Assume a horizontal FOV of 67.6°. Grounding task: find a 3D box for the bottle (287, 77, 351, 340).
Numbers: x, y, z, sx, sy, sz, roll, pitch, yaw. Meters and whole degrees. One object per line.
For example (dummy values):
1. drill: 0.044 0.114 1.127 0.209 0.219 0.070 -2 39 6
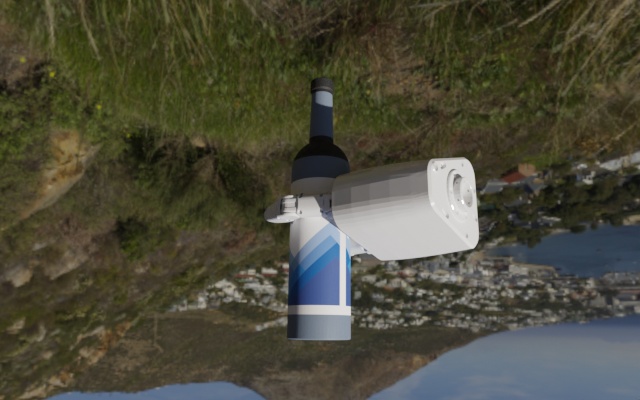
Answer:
1. bottle: 0.000 0.002 0.533 0.069 0.295 0.069 1 -14 0
